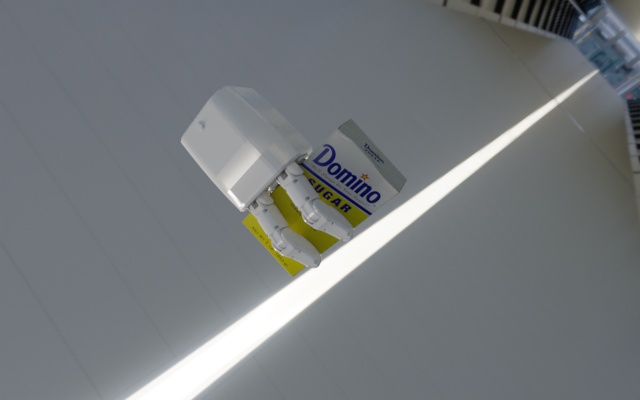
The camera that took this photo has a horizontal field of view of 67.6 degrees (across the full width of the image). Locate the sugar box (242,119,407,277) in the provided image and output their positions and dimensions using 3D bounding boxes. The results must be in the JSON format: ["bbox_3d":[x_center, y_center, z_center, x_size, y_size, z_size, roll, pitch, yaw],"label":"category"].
[{"bbox_3d":[0.000,0.002,0.537,0.176,0.093,0.048,-42,2,33],"label":"sugar box"}]
